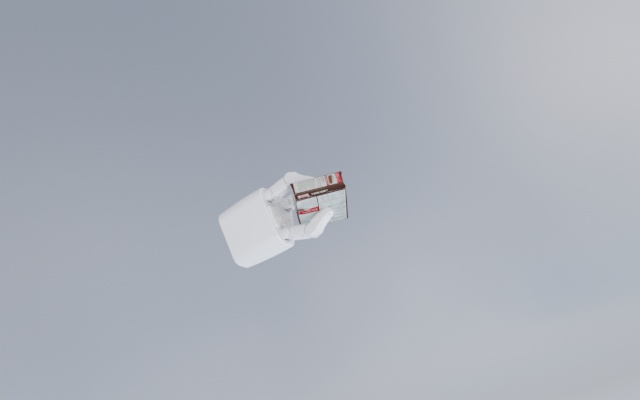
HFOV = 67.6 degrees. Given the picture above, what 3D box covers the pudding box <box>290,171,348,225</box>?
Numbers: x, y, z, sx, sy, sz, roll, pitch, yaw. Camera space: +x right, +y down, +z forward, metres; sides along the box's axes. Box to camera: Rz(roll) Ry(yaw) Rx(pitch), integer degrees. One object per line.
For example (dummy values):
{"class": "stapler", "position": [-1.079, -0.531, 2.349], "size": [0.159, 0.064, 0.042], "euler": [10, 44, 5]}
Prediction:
{"class": "pudding box", "position": [0.000, 0.003, 0.827], "size": [0.090, 0.039, 0.114], "euler": [-15, -28, -4]}
